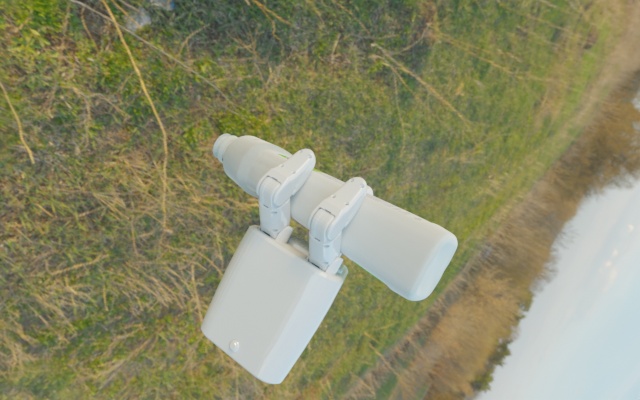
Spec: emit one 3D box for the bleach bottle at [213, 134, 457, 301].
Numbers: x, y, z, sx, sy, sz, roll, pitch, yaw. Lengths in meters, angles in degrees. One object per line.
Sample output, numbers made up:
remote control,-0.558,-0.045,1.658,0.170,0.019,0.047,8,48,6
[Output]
bleach bottle,0.000,0.001,0.456,0.250,0.068,0.102,30,2,24
